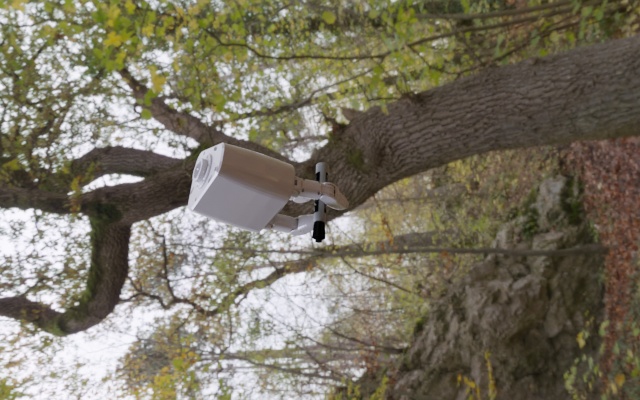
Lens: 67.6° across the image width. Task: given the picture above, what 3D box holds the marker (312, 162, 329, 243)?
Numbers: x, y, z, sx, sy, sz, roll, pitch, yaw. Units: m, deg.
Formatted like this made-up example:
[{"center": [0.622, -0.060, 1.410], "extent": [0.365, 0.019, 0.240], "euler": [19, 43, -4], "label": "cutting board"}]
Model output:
[{"center": [0.000, 0.002, 0.678], "extent": [0.020, 0.121, 0.020], "euler": [3, -26, 1], "label": "marker"}]
